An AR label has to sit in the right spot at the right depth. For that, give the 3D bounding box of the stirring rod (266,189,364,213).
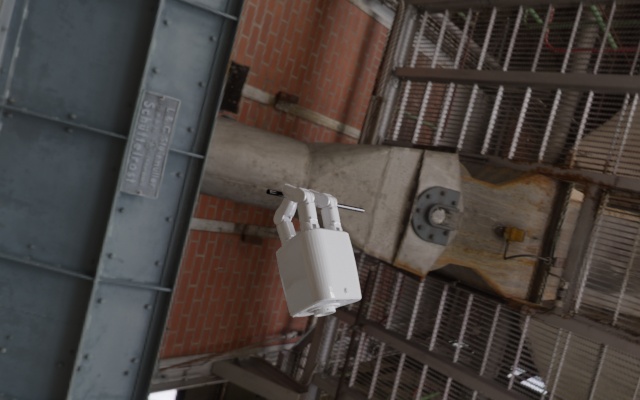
[{"bbox_3d":[0.000,0.003,0.815,0.011,0.011,0.239,0,-8,42],"label":"stirring rod"}]
